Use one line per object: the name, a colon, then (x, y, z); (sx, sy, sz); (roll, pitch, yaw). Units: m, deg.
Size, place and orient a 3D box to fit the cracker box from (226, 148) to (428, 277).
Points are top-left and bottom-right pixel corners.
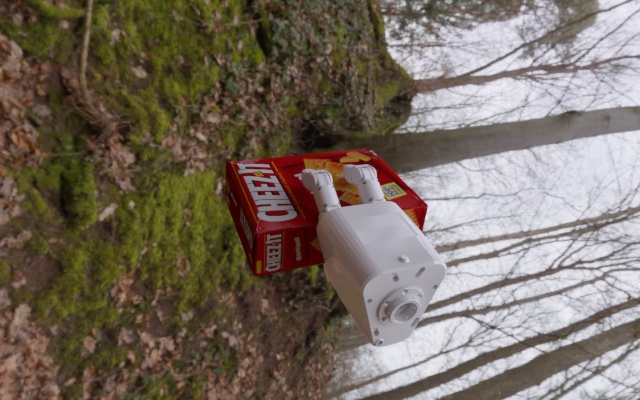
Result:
cracker box: (0.000, 0.002, 0.607); (0.213, 0.072, 0.164); (-7, 34, -20)
